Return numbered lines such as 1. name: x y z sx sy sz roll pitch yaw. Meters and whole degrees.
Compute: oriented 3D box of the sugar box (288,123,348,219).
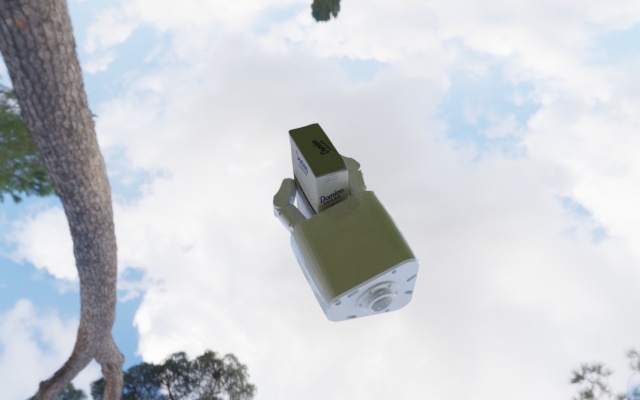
1. sugar box: 0.001 0.002 0.596 0.048 0.176 0.093 -16 47 -15
